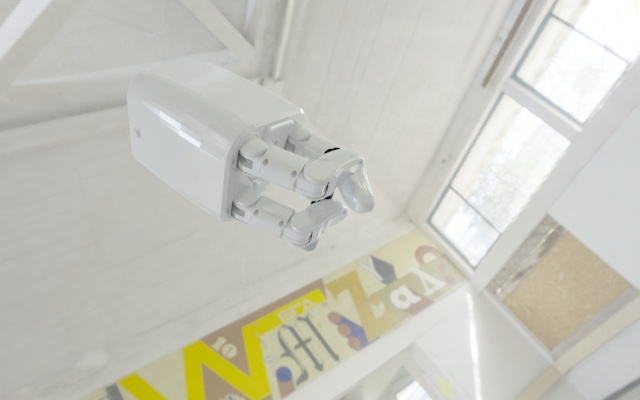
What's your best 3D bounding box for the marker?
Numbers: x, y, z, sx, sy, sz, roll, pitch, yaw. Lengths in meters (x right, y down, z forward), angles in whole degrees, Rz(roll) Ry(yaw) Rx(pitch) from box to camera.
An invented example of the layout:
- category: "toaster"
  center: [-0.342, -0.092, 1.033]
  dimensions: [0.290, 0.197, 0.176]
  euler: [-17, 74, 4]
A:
- category: "marker"
  center: [0.000, 0.001, 0.422]
  dimensions: [0.020, 0.020, 0.121]
  euler: [0, -43, -17]
